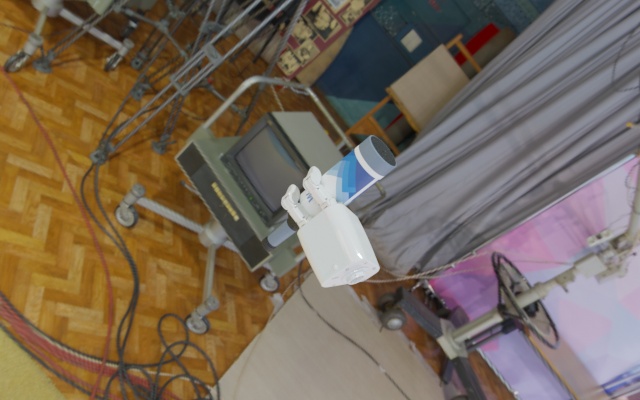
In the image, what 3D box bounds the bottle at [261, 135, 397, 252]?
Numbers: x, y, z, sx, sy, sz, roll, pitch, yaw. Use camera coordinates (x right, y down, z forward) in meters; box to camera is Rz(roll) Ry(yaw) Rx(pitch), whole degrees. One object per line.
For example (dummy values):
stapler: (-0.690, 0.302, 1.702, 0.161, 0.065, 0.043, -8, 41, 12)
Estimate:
bottle: (0.000, 0.003, 0.842, 0.296, 0.069, 0.069, -39, -20, 26)
